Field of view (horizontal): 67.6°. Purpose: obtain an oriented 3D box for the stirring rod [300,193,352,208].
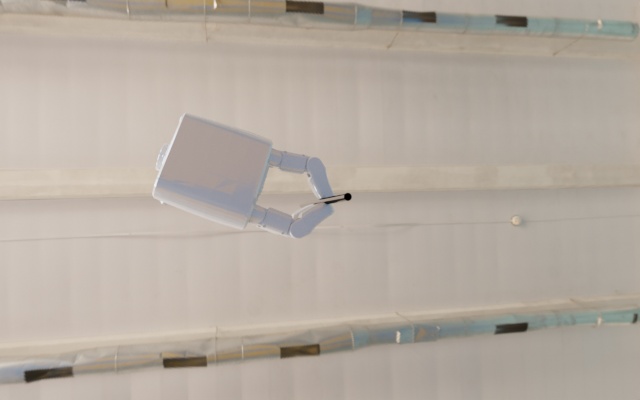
[{"bbox_3d":[0.000,0.002,0.579,0.011,0.011,0.239,0,-3,-13],"label":"stirring rod"}]
